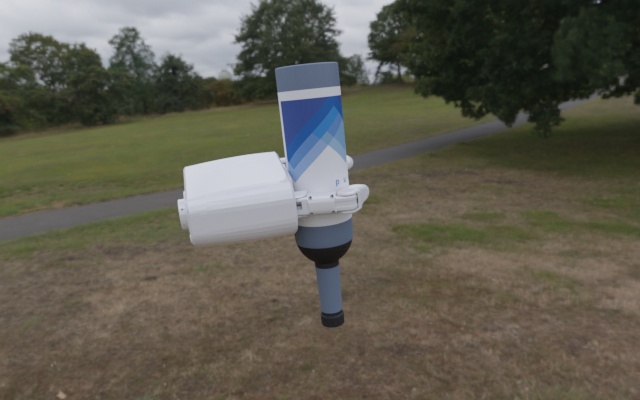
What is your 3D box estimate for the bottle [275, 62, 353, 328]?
[{"bbox_3d":[0.000,0.001,0.532,0.069,0.296,0.069,-6,13,1],"label":"bottle"}]
